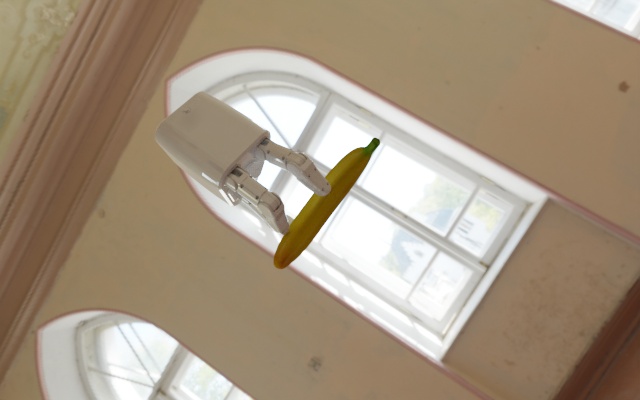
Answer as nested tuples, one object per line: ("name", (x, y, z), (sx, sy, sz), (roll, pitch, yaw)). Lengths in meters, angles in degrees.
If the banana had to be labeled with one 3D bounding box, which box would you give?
("banana", (0.003, 0.002, 0.601), (0.037, 0.198, 0.069), (36, -4, 7))
